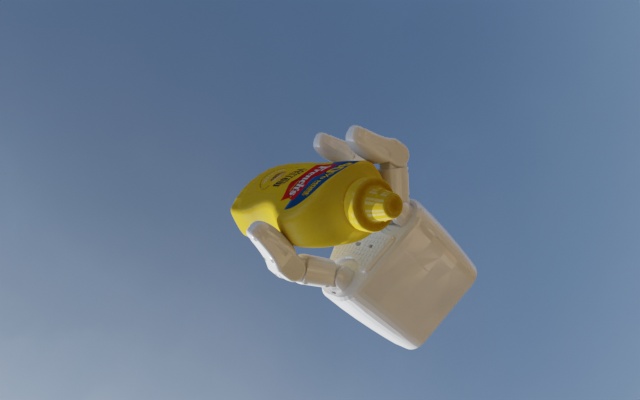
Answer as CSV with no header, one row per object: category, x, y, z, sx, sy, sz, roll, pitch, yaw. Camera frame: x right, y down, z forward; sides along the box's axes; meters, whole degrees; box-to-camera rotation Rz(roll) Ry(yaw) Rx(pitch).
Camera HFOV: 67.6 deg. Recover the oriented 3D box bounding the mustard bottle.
mustard bottle,0.000,0.001,0.413,0.096,0.058,0.191,-34,20,-27
